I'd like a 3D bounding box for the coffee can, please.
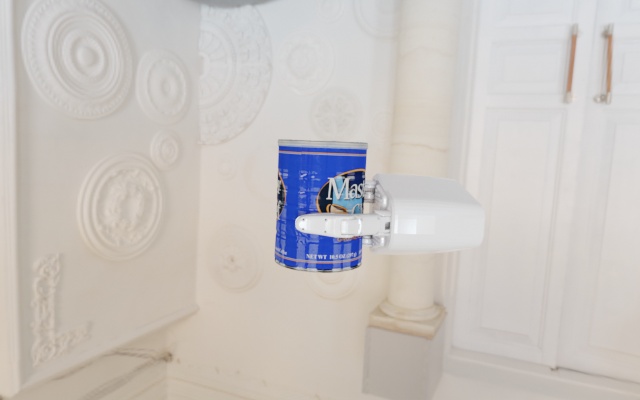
[{"bbox_3d":[0.000,0.002,0.550,0.103,0.140,0.103,2,7,0],"label":"coffee can"}]
